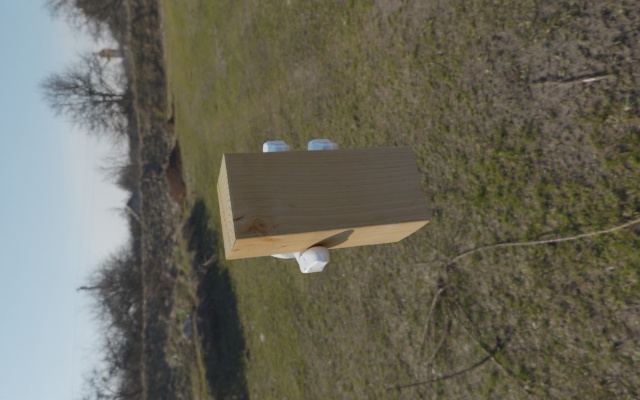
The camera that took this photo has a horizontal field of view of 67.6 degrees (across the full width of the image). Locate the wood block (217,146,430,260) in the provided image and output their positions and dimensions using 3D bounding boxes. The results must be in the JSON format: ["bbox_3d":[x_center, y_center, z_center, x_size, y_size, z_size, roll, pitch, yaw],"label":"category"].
[{"bbox_3d":[0.000,0.002,0.520,0.206,0.090,0.090,-5,-18,-18],"label":"wood block"}]
